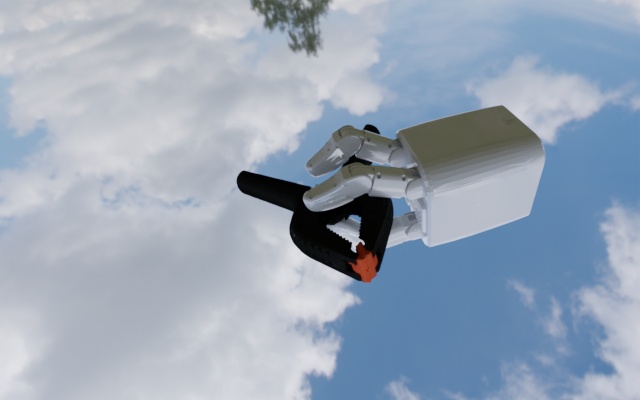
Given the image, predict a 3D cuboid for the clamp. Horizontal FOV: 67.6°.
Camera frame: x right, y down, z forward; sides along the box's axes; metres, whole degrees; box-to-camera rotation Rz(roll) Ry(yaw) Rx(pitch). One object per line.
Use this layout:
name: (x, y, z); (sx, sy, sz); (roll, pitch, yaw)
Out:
clamp: (0.001, 0.002, 0.452); (0.164, 0.036, 0.209); (-18, 35, 2)
